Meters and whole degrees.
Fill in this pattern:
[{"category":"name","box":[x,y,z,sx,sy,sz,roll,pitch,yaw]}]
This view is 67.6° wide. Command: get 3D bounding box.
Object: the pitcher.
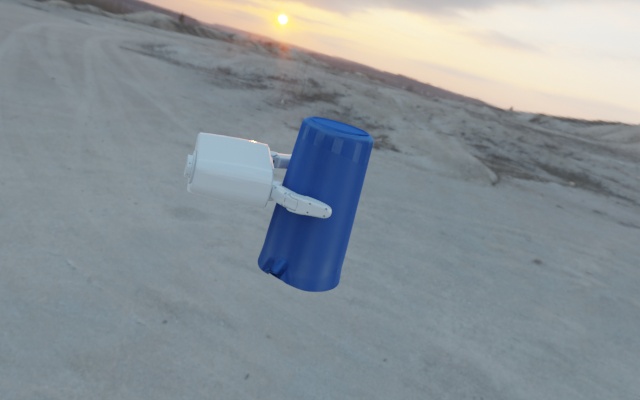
[{"category":"pitcher","box":[0.000,0.002,0.730,0.145,0.243,0.149,10,17,-19]}]
